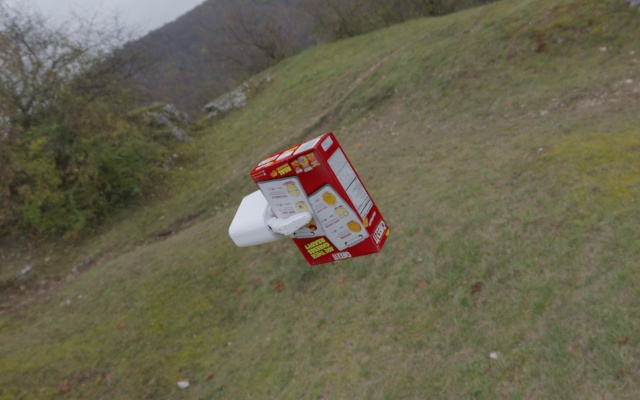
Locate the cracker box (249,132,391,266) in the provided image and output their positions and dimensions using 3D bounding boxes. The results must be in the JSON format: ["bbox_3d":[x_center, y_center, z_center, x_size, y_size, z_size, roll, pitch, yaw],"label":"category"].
[{"bbox_3d":[0.000,0.003,0.838,0.164,0.214,0.072,-17,24,39],"label":"cracker box"}]
